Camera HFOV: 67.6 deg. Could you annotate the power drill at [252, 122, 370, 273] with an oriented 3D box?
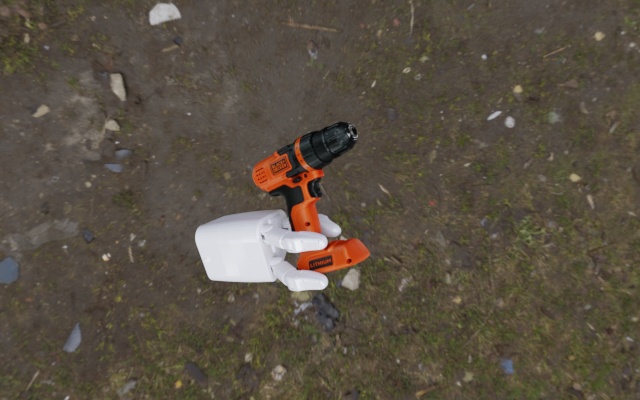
[{"bbox_3d":[0.000,0.003,0.661,0.184,0.187,0.057,-22,-4,40],"label":"power drill"}]
